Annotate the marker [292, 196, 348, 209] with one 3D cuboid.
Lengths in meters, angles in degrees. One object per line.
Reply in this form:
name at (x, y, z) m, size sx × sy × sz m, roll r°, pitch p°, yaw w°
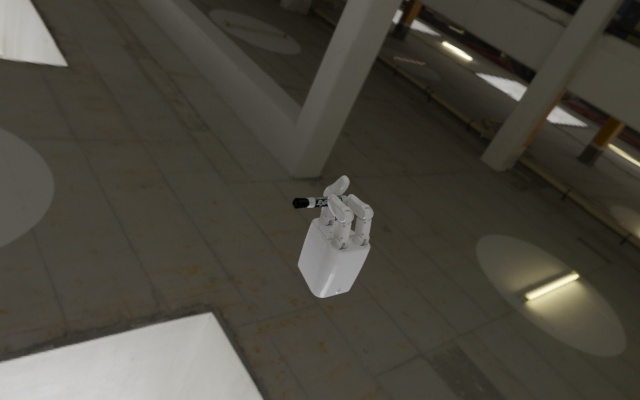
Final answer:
marker at (0.000, 0.003, 0.839) m, size 0.121 × 0.020 × 0.020 m, roll -3°, pitch 2°, yaw -42°
